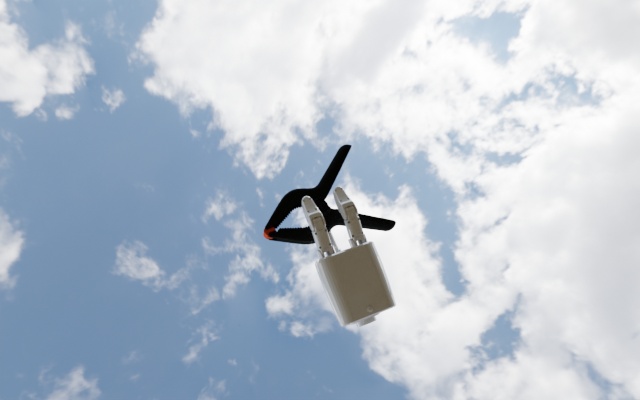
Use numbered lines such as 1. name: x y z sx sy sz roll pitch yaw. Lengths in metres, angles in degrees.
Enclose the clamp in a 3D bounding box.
1. clamp: 0.000 0.003 0.780 0.210 0.164 0.036 -18 -16 -14
